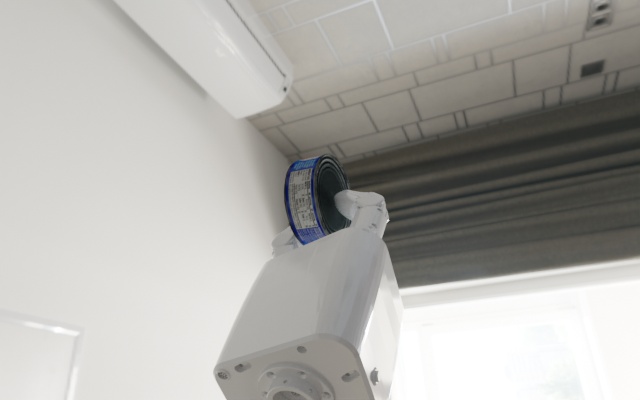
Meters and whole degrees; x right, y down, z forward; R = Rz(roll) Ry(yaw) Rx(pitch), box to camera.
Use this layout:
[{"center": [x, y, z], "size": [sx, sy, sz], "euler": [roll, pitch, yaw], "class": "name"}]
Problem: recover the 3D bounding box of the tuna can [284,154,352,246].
[{"center": [0.000, 0.002, 0.445], "size": [0.034, 0.086, 0.086], "euler": [-9, -4, 24], "class": "tuna can"}]
